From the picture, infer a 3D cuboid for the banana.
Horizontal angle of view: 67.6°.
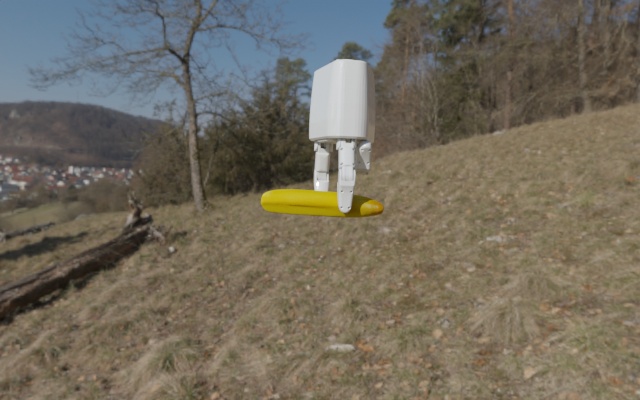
[{"bbox_3d":[-0.010,0.003,0.697,0.198,0.037,0.069,3,4,21],"label":"banana"}]
